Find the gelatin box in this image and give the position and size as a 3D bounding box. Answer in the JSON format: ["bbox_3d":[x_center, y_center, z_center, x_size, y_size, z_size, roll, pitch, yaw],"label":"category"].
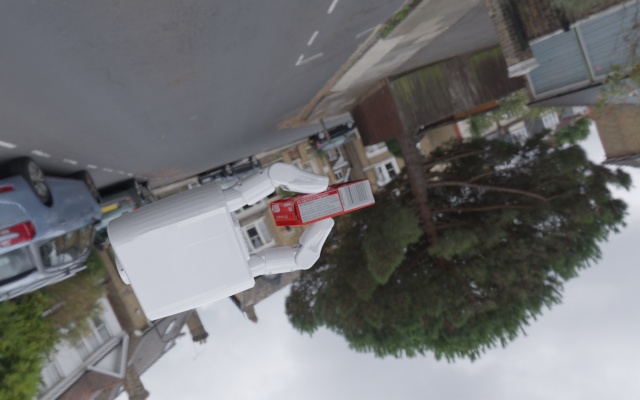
[{"bbox_3d":[0.001,0.002,0.503,0.089,0.030,0.073,-16,4,-23],"label":"gelatin box"}]
